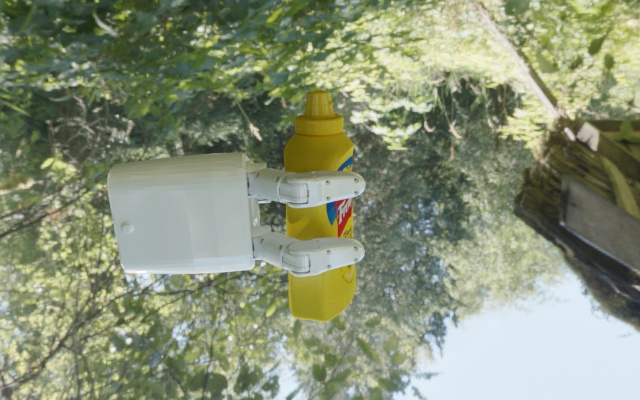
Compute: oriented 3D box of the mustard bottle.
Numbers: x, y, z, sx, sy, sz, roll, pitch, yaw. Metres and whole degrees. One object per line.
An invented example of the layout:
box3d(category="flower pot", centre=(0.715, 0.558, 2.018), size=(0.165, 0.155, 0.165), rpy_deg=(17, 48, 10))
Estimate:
box3d(category="mustard bottle", centre=(0.000, 0.002, 0.422), size=(0.058, 0.192, 0.096), rpy_deg=(4, 19, 19))
